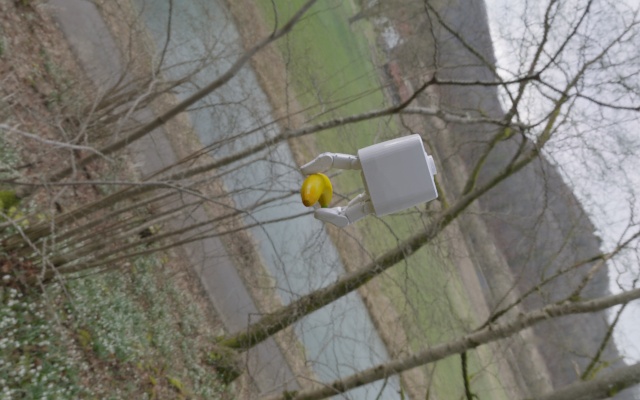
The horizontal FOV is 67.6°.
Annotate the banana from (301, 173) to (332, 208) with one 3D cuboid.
[{"bbox_3d":[-0.003,-0.015,0.832,0.037,0.069,0.198,-12,-8,9],"label":"banana"}]
